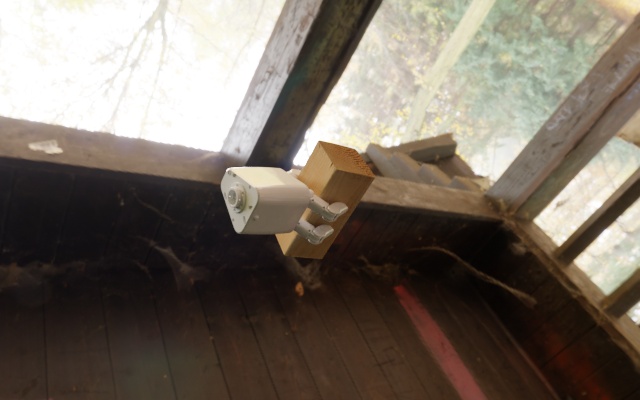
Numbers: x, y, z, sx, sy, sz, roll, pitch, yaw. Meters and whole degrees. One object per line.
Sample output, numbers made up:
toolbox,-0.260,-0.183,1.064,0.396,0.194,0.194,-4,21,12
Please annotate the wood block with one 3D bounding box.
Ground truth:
wood block,0.000,0.003,0.886,0.090,0.206,0.090,9,36,-35
